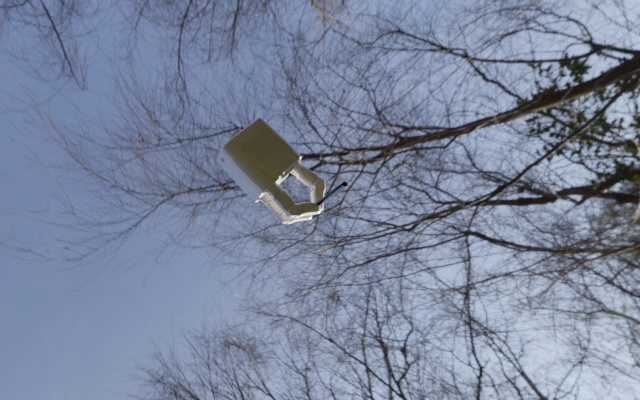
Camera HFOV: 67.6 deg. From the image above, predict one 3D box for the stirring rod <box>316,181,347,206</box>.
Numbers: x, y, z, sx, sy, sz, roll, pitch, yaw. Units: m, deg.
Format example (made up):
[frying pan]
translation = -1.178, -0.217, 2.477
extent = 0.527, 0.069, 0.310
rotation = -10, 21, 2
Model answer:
[stirring rod]
translation = 0.000, 0.003, 0.821
extent = 0.011, 0.011, 0.239
rotation = 0, -13, -18
